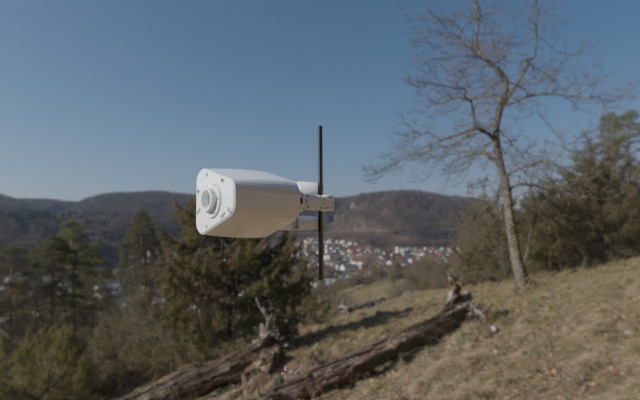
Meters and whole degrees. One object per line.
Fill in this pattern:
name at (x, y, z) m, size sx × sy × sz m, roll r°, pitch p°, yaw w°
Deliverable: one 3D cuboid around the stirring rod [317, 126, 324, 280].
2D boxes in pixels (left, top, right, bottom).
stirring rod at (0.000, 0.003, 0.744) m, size 0.011 × 0.239 × 0.011 m, roll -1°, pitch -5°, yaw 0°
